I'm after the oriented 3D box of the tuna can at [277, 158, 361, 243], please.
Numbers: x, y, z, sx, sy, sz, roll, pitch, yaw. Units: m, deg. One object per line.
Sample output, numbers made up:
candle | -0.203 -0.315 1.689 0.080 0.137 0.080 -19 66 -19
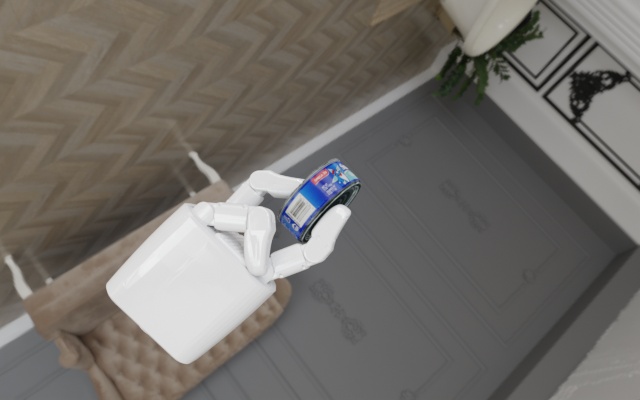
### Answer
tuna can | 0.001 0.002 0.470 0.033 0.086 0.086 44 12 13
